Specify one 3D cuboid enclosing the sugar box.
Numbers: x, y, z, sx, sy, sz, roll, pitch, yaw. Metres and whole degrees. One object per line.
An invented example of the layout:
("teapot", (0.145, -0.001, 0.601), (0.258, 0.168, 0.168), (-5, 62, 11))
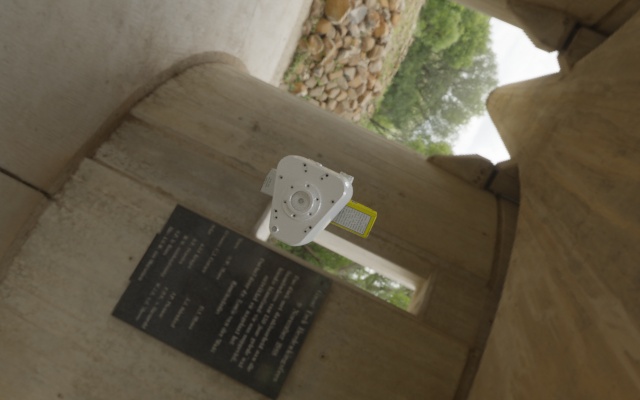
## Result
("sugar box", (0.000, 0.002, 0.749), (0.176, 0.048, 0.093), (26, 3, 5))
